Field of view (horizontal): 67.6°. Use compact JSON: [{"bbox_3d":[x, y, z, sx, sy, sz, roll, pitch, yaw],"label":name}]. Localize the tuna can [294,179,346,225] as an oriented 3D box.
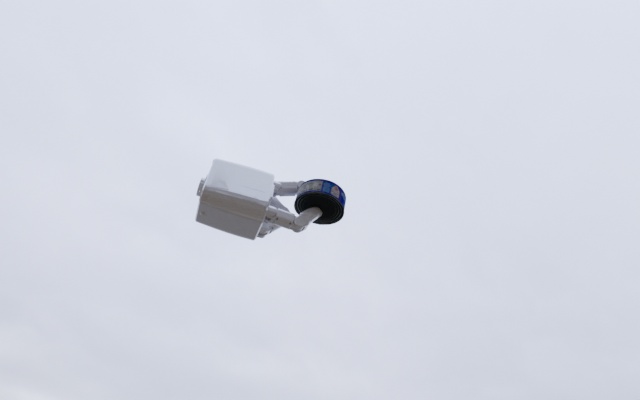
[{"bbox_3d":[0.000,0.002,0.809,0.086,0.033,0.086,8,-39,6],"label":"tuna can"}]
